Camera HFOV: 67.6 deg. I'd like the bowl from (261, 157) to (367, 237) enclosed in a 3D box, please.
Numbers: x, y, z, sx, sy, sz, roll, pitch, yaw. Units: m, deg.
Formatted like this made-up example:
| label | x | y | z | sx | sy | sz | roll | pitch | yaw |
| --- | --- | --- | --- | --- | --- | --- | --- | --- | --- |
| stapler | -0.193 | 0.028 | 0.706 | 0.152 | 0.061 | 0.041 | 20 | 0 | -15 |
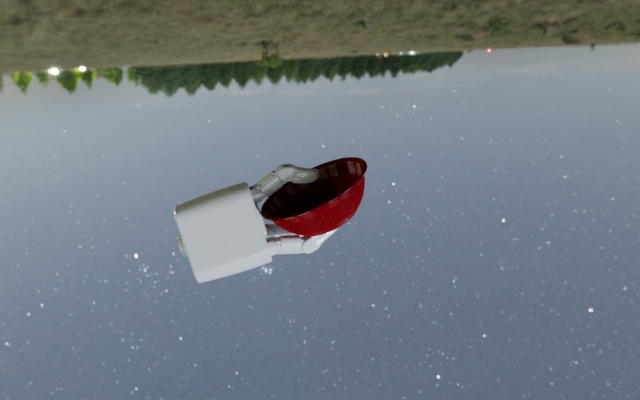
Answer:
| label | x | y | z | sx | sy | sz | roll | pitch | yaw |
| --- | --- | --- | --- | --- | --- | --- | --- | --- | --- |
| bowl | 0.002 | 0.002 | 0.668 | 0.162 | 0.055 | 0.162 | -24 | 21 | 10 |
